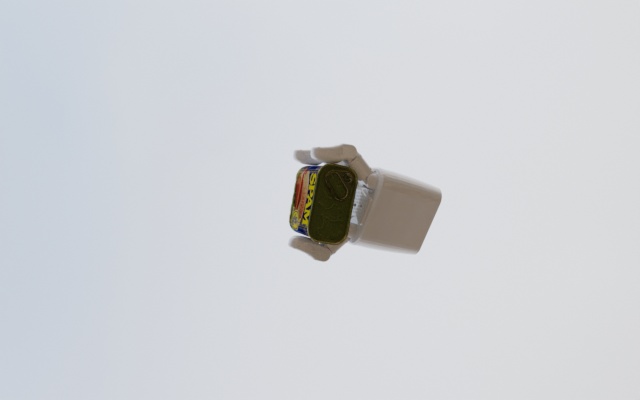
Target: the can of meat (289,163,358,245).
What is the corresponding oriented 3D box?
[{"bbox_3d":[0.000,0.002,0.638,0.057,0.102,0.084,11,0,-24],"label":"can of meat"}]
